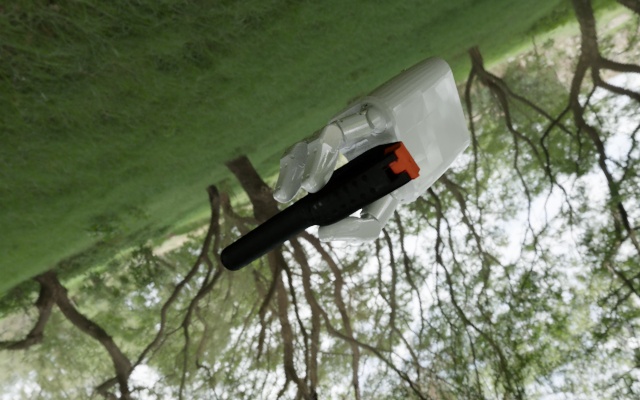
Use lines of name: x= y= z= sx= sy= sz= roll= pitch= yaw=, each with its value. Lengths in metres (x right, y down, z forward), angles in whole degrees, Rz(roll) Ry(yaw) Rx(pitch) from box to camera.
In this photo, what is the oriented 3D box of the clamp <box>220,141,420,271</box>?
clamp: x=0.001 y=0.002 z=0.427 sx=0.164 sy=0.036 sz=0.210 roll=-42 pitch=12 yaw=-29
